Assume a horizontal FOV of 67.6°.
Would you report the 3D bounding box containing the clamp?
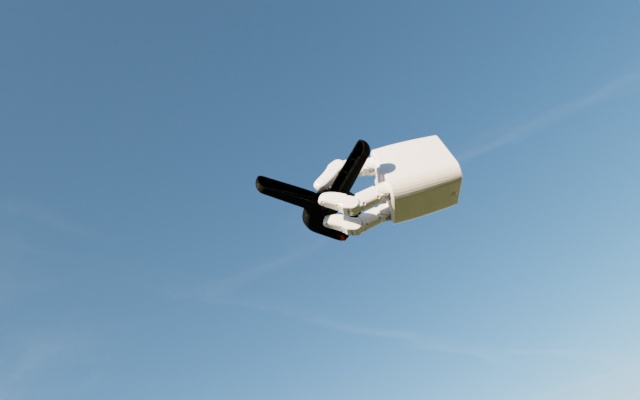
[{"bbox_3d":[0.000,0.002,0.723,0.164,0.036,0.210,-14,-36,-1],"label":"clamp"}]
